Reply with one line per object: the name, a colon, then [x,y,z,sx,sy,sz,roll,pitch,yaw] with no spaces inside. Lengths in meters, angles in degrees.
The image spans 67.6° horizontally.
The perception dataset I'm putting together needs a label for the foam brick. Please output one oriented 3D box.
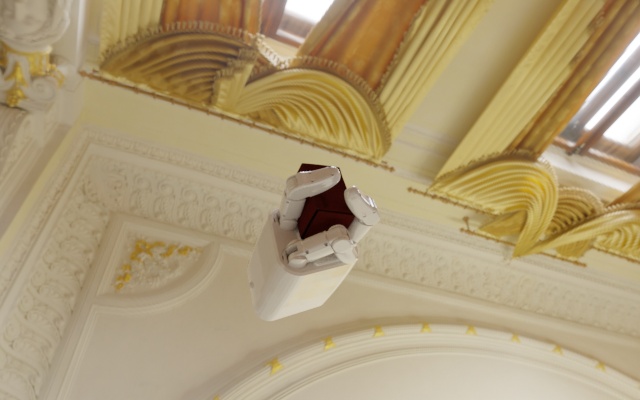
foam brick: [0.000,0.002,0.562,0.053,0.078,0.051,6,-46,-25]
